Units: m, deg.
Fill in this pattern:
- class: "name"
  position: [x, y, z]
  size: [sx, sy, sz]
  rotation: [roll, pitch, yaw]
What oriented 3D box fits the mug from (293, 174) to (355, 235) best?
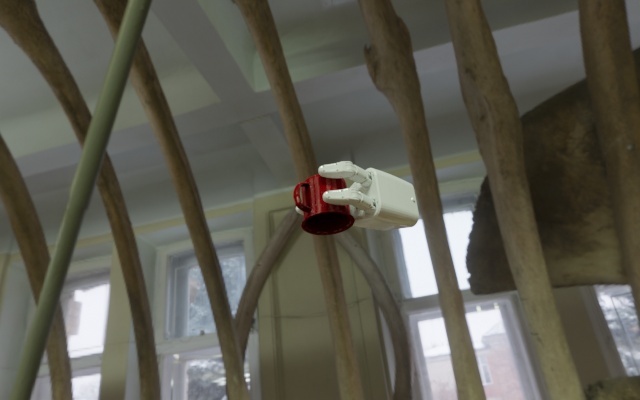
- class: "mug"
  position: [-0.001, 0.002, 0.836]
  size: [0.117, 0.081, 0.093]
  rotation: [17, -36, -36]
